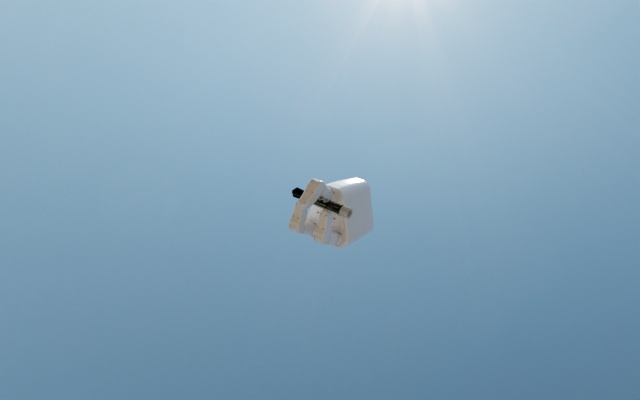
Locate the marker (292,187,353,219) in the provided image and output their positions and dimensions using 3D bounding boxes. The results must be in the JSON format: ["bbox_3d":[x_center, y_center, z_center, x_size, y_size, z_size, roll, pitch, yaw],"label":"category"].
[{"bbox_3d":[0.000,0.003,0.814,0.121,0.020,0.020,21,11,31],"label":"marker"}]
